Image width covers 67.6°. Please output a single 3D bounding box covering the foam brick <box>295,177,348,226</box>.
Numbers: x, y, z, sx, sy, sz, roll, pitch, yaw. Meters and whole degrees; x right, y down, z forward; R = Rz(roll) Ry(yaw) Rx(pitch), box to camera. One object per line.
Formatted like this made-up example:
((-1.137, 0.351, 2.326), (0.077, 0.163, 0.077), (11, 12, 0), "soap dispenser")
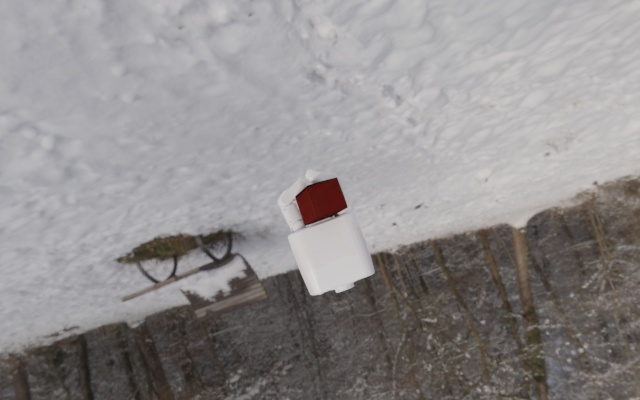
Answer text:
((0.000, 0.002, 0.746), (0.053, 0.051, 0.078), (-17, -7, -19), "foam brick")
